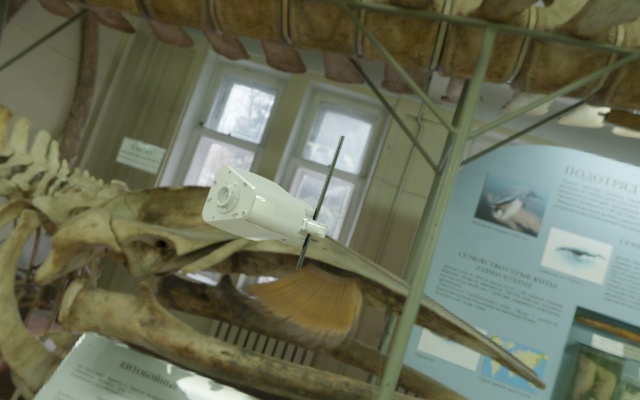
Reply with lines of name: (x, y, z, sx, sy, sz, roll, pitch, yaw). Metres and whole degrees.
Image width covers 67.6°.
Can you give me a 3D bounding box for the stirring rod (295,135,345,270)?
stirring rod: (0.000, 0.003, 0.813, 0.011, 0.239, 0.011, 19, -5, 2)
